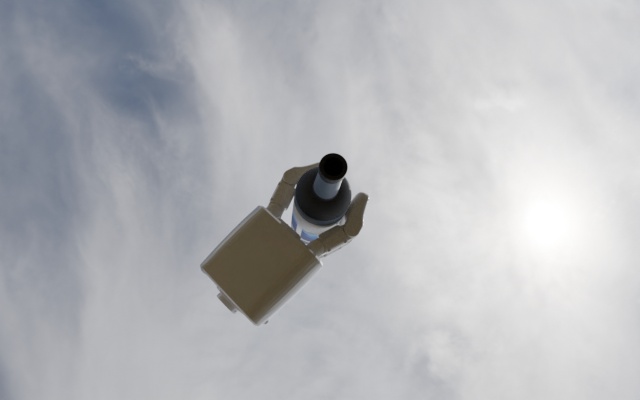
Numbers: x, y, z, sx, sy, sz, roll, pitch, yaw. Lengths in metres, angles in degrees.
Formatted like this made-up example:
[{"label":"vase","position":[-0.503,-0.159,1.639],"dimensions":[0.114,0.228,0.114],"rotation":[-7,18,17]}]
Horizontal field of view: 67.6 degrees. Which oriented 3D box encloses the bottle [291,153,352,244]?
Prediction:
[{"label":"bottle","position":[0.000,0.002,0.591],"dimensions":[0.069,0.069,0.296],"rotation":[0,-13,-5]}]
